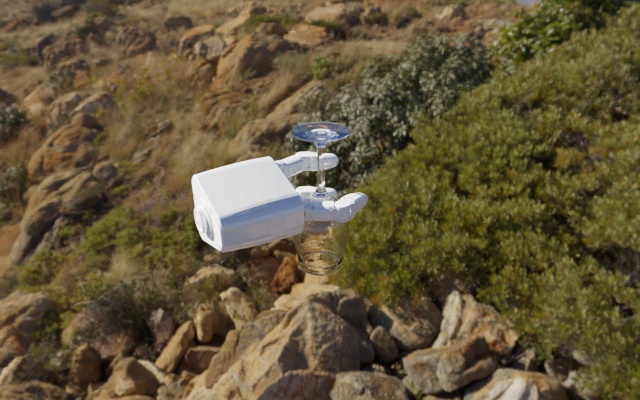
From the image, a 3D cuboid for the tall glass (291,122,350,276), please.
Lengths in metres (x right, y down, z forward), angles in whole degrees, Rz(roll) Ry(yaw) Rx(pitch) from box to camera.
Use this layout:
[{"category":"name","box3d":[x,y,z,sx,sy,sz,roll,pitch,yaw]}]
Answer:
[{"category":"tall glass","box3d":[0.000,0.001,0.642,0.079,0.201,0.079,0,27,0]}]
